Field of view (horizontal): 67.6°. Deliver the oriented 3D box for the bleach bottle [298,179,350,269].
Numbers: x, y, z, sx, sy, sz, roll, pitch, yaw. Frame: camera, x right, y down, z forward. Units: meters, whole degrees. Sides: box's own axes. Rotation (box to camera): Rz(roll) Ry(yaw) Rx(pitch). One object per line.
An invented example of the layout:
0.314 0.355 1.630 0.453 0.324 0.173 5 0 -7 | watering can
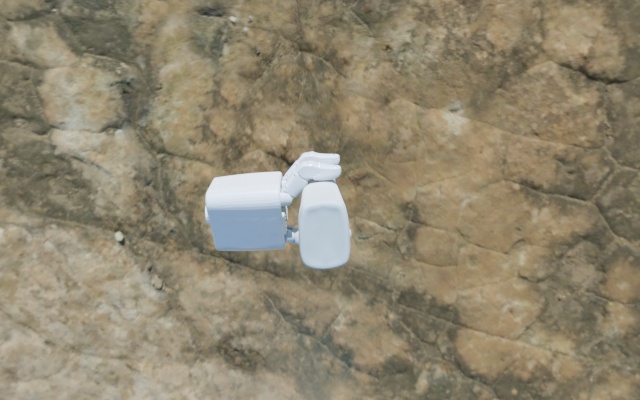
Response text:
0.000 0.002 0.736 0.068 0.103 0.250 -3 20 -1 | bleach bottle
